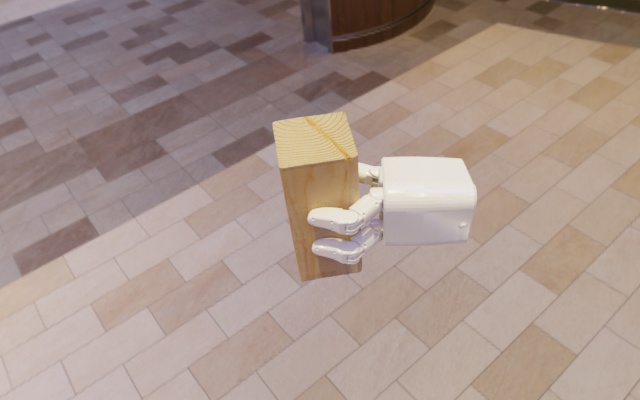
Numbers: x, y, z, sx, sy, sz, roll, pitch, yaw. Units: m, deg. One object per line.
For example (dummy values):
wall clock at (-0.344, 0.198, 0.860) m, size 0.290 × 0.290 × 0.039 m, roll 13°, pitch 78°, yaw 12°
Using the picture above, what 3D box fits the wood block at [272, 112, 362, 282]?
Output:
wood block at (0.000, 0.002, 0.613) m, size 0.090 × 0.206 × 0.090 m, roll -9°, pitch 44°, yaw -3°
